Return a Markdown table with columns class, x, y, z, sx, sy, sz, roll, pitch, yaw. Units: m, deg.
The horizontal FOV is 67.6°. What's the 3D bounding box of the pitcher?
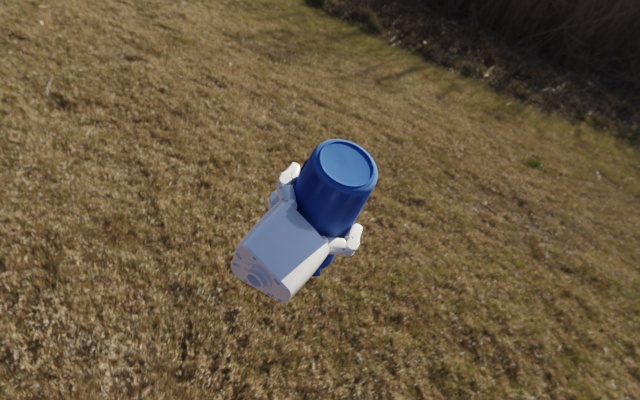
| class | x | y | z | sx | sy | sz | roll | pitch | yaw |
| --- | --- | --- | --- | --- | --- | --- | --- | --- | --- |
| pitcher | 0.000 | 0.003 | 0.813 | 0.145 | 0.149 | 0.243 | -48 | -9 | -39 |
